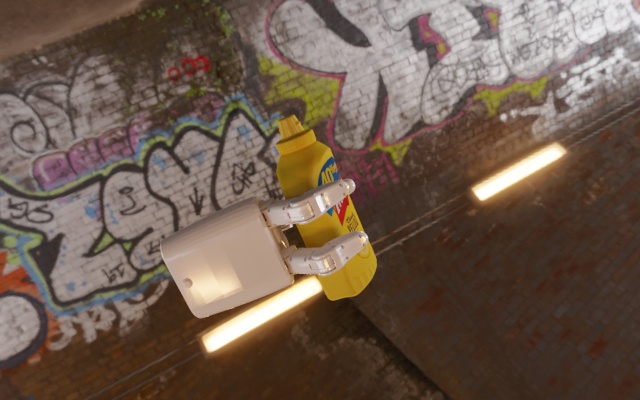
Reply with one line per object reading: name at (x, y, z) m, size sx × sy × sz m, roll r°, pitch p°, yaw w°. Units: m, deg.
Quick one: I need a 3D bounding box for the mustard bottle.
mustard bottle at (0.000, 0.002, 0.507) m, size 0.058 × 0.192 × 0.096 m, roll -16°, pitch 16°, yaw 24°
